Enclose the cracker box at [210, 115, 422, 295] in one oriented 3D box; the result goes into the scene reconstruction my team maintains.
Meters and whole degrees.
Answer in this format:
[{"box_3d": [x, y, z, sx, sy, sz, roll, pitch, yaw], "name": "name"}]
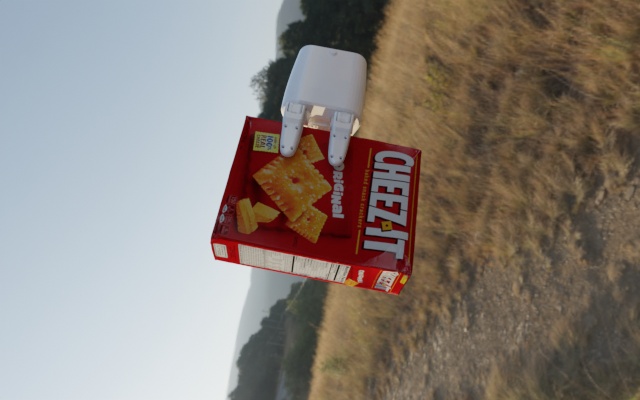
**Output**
[{"box_3d": [0.000, 0.002, 0.545, 0.214, 0.164, 0.072, 11, -29, 0], "name": "cracker box"}]
